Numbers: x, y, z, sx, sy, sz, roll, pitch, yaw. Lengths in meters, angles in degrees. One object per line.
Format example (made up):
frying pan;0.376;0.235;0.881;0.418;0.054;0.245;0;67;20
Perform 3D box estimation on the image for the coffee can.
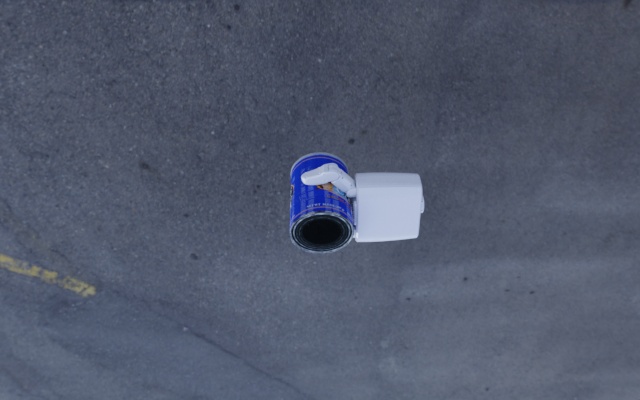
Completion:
coffee can;0.000;0.002;0.801;0.103;0.140;0.103;-1;-44;-1
